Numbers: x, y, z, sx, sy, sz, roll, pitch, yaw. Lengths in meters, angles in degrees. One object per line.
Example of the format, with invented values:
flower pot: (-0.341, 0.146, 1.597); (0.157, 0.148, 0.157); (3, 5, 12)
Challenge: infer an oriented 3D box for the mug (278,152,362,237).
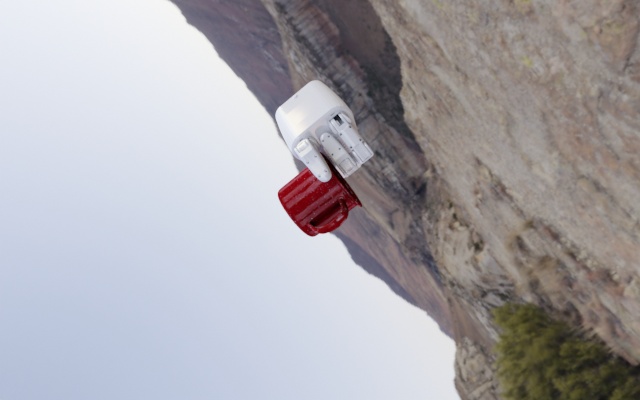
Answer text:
mug: (0.000, 0.003, 0.636); (0.093, 0.081, 0.117); (46, 10, -39)
